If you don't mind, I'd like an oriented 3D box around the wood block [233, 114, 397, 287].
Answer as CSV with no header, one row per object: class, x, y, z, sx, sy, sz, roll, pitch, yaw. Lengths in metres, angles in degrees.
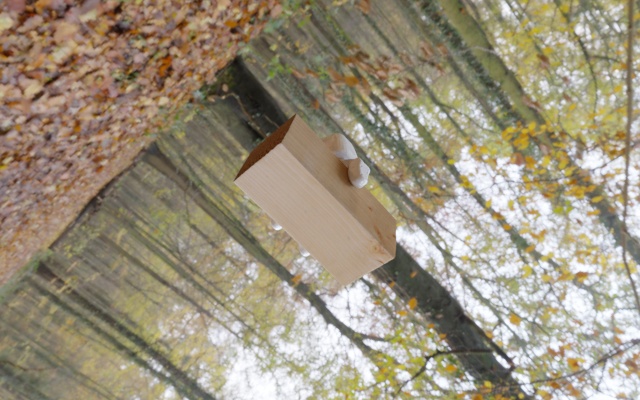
wood block,0.000,0.002,0.626,0.091,0.206,0.090,-36,20,27
